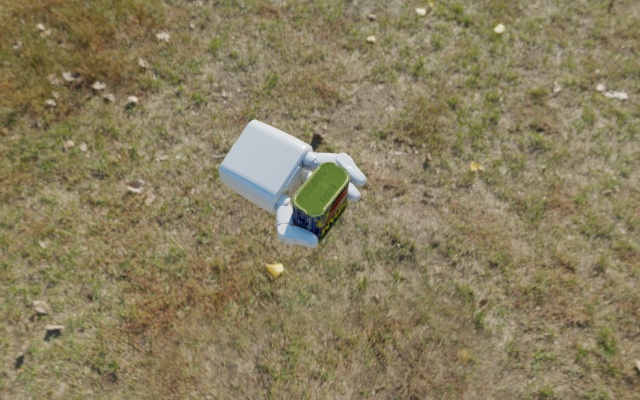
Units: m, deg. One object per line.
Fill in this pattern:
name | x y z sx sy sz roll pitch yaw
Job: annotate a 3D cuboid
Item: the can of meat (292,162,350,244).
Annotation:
can of meat | 0.000 0.002 0.711 0.057 0.102 0.084 31 -27 15
